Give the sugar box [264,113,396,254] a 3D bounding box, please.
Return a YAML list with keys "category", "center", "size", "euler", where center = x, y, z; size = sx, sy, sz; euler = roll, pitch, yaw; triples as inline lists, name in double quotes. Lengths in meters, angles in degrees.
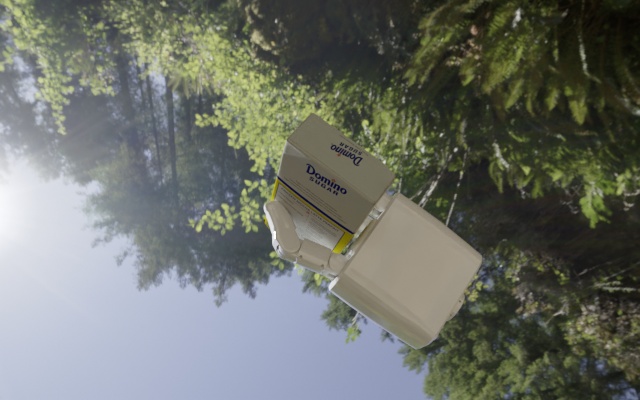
- category: "sugar box"
  center: [0.000, 0.001, 0.468]
  size: [0.093, 0.048, 0.176]
  euler: [37, -31, 5]
